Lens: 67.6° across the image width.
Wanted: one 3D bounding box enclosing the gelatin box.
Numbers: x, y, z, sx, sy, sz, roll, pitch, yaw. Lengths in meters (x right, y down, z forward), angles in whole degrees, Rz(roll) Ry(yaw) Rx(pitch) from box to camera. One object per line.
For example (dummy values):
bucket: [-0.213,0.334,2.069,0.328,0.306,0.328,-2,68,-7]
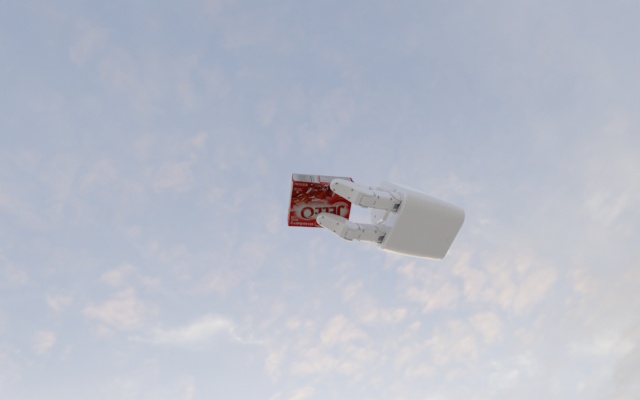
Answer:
gelatin box: [0.000,0.002,0.682,0.089,0.073,0.030,4,27,-8]
